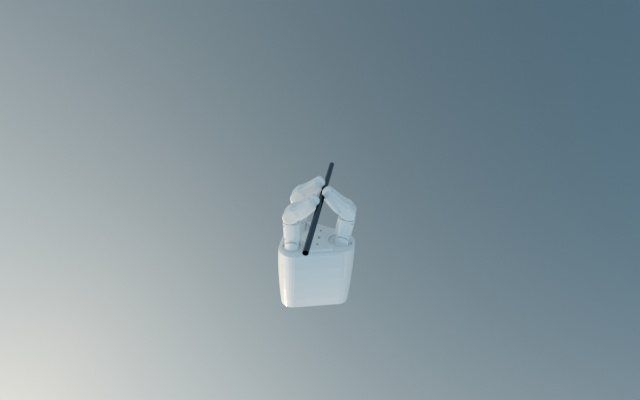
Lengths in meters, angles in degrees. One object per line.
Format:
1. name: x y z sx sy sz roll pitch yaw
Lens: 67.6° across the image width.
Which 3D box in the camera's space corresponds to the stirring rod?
1. stirring rod: 0.000 0.002 0.666 0.011 0.011 0.239 0 30 10
